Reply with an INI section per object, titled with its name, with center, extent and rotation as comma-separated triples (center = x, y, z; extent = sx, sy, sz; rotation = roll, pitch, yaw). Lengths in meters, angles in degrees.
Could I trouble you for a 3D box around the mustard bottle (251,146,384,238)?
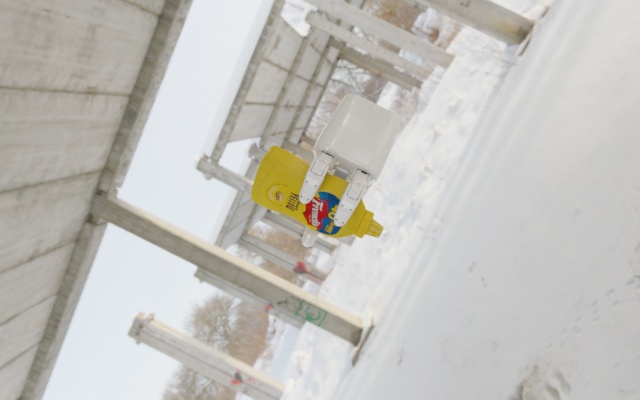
[mustard bottle]
center = 0.000, 0.002, 0.676
extent = 0.191, 0.096, 0.058
rotation = 26, 43, 2
